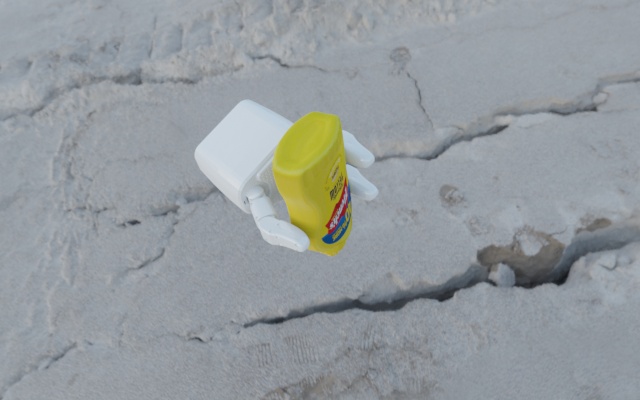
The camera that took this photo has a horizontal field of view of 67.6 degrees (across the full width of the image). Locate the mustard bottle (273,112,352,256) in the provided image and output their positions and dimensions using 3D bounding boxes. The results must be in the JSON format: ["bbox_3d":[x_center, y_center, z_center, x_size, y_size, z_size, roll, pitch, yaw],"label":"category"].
[{"bbox_3d":[0.000,0.002,0.541,0.058,0.096,0.192,13,-37,21],"label":"mustard bottle"}]
